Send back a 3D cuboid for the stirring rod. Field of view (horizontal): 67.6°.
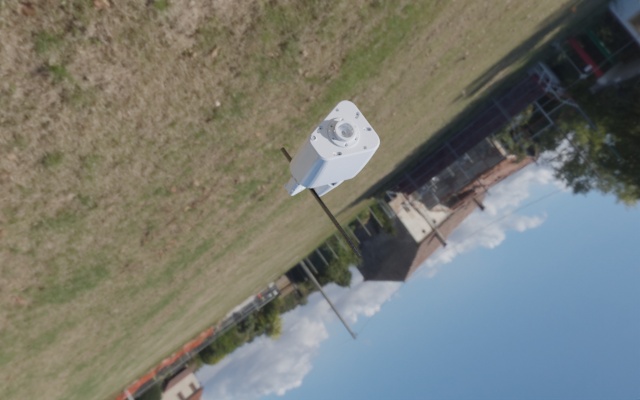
[{"bbox_3d":[0.000,0.003,0.850,0.011,0.239,0.011,-35,-6,-4],"label":"stirring rod"}]
